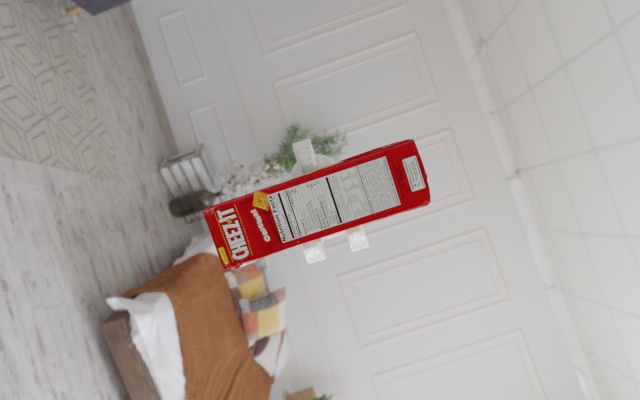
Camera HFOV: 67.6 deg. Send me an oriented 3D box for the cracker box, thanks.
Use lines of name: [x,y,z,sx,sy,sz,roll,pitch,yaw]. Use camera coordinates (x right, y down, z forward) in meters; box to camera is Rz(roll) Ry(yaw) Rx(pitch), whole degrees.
cracker box: [0.000,0.001,0.527,0.214,0.072,0.164,-19,3,3]
